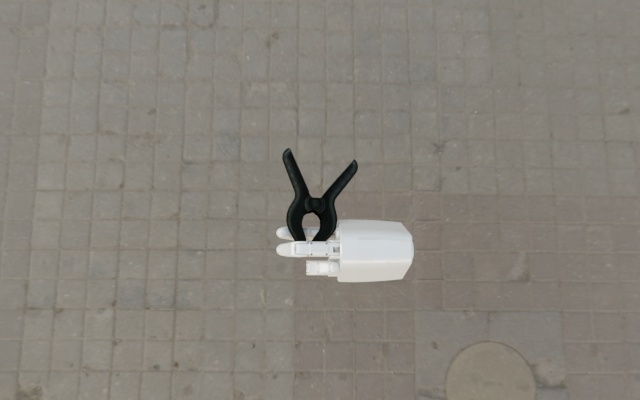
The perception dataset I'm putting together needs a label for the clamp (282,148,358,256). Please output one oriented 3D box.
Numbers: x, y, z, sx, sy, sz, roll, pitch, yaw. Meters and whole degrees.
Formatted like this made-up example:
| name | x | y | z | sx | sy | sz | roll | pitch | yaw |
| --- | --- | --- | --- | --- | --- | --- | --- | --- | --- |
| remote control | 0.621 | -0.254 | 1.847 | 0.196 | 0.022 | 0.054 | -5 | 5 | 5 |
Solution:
| name | x | y | z | sx | sy | sz | roll | pitch | yaw |
| --- | --- | --- | --- | --- | --- | --- | --- | --- | --- |
| clamp | 0.000 | 0.003 | 0.746 | 0.120 | 0.171 | 0.039 | 0 | -8 | -1 |
